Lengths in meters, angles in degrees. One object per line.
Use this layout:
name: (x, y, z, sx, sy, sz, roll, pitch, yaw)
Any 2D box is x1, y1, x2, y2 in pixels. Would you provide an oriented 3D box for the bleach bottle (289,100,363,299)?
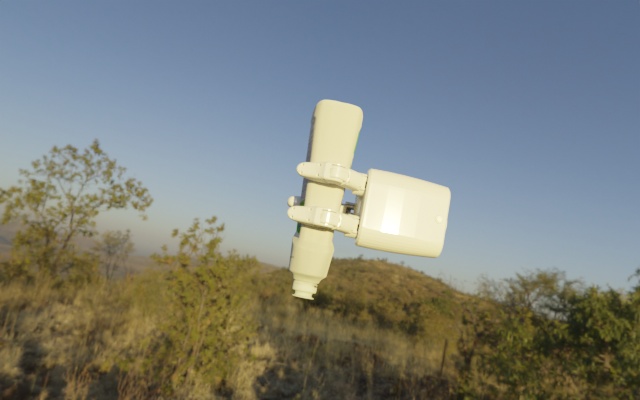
bleach bottle: (0.000, 0.002, 0.632, 0.068, 0.251, 0.102, 11, -9, -3)
